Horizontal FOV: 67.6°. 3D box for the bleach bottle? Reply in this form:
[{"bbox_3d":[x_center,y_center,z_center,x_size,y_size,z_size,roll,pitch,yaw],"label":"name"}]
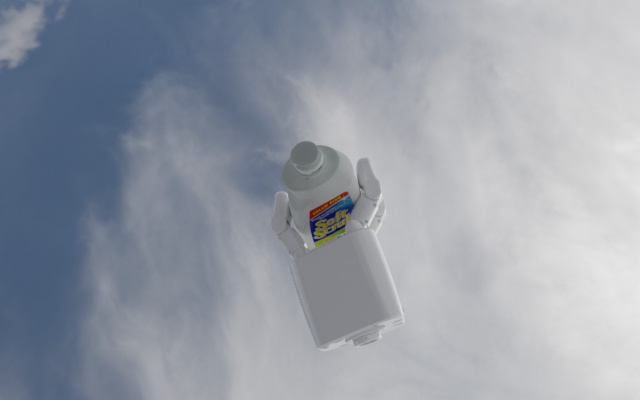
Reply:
[{"bbox_3d":[0.000,0.002,0.586,0.102,0.068,0.251,-20,-24,3],"label":"bleach bottle"}]
